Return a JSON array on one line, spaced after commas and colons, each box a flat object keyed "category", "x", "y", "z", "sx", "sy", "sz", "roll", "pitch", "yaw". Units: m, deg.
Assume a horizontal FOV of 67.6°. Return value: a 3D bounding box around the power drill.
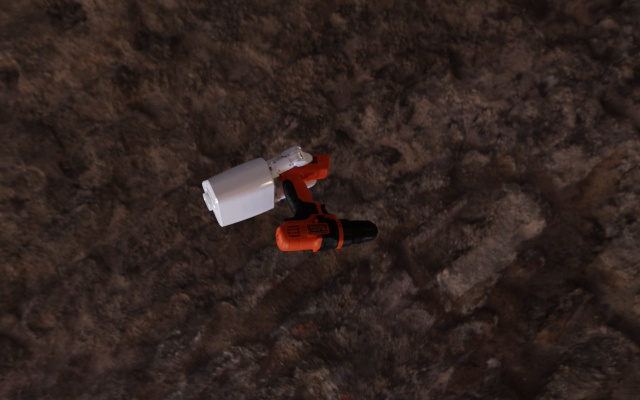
[{"category": "power drill", "x": 0.000, "y": 0.003, "z": 0.868, "sx": 0.184, "sy": 0.187, "sz": 0.057, "roll": -2, "pitch": -35, "yaw": -19}]
